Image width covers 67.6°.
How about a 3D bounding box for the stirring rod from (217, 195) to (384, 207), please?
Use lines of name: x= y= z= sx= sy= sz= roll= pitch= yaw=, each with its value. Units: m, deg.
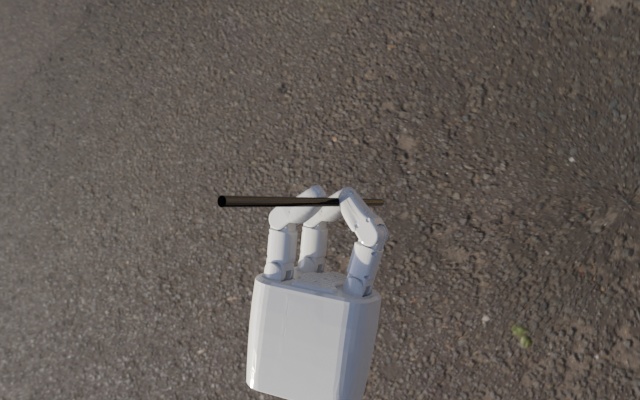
stirring rod: x=0.000 y=0.001 z=0.415 sx=0.011 sy=0.011 sz=0.239 roll=0 pitch=0 yaw=33
